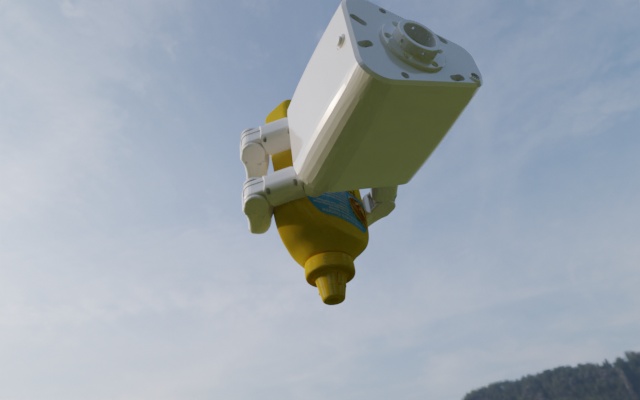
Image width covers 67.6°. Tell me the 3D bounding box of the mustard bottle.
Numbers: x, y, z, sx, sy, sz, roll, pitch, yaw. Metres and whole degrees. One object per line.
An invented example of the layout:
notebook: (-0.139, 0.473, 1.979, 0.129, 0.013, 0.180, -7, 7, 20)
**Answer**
mustard bottle: (0.000, 0.001, 0.426, 0.058, 0.191, 0.096, -34, -43, 30)
